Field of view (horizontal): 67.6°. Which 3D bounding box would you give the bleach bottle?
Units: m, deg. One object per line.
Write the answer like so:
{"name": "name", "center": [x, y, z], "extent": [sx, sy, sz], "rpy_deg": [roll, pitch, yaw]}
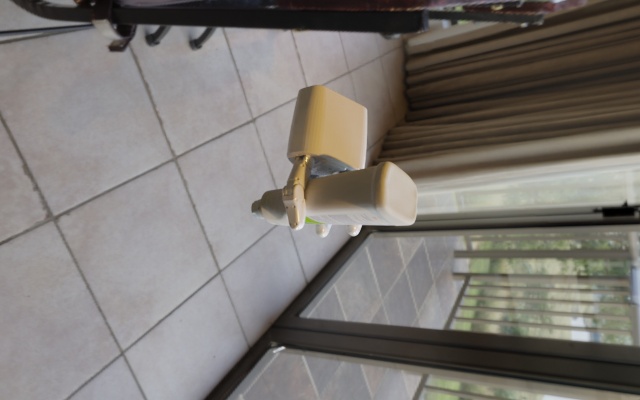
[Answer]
{"name": "bleach bottle", "center": [0.000, 0.002, 0.664], "extent": [0.251, 0.068, 0.102], "rpy_deg": [-5, -20, 34]}
